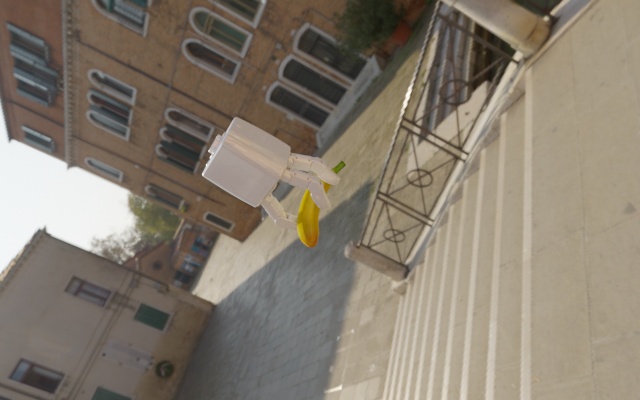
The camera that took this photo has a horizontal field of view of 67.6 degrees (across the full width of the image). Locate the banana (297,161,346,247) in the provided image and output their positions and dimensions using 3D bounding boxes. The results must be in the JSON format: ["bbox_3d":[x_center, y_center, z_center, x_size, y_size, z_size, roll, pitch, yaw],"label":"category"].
[{"bbox_3d":[-0.009,0.008,0.832,0.037,0.197,0.070,34,-41,-18],"label":"banana"}]
